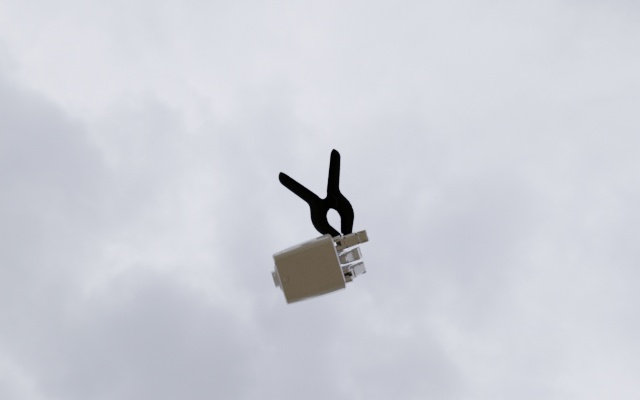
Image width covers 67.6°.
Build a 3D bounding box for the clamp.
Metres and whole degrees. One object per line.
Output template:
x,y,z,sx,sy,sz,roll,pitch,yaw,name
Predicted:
0.000,0.003,0.841,0.120,0.171,0.039,-17,-4,-10,clamp
